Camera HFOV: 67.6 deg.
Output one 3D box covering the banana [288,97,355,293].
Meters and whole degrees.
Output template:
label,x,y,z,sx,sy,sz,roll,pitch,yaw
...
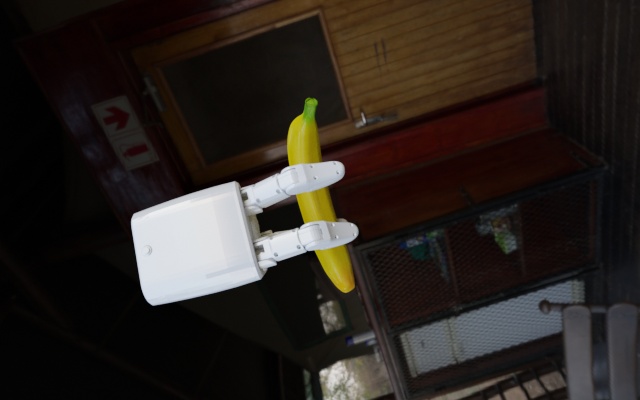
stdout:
label,x,y,z,sx,sy,sz,roll,pitch,yaw
banana,-0.004,-0.002,0.501,0.037,0.198,0.069,-14,5,-9
